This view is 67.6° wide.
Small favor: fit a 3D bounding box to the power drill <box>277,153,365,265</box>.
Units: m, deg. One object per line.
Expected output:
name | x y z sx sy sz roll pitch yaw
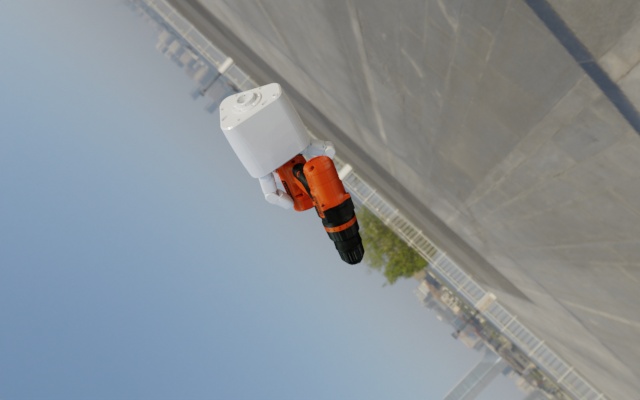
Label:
power drill | 0.000 0.002 0.784 0.057 0.184 0.187 -27 22 -16
